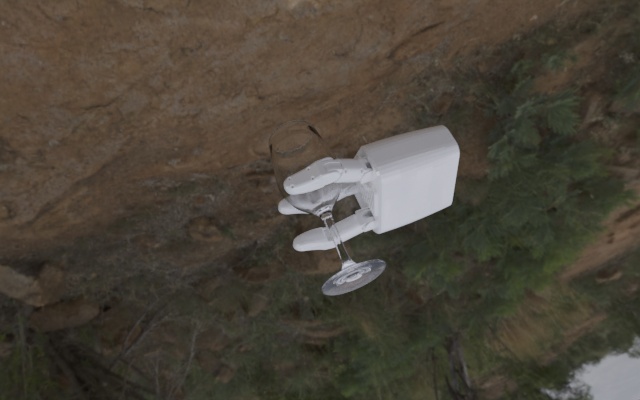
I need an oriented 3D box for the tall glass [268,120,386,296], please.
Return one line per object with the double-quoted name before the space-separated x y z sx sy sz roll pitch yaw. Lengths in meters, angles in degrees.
"tall glass" 0.000 0.002 0.549 0.079 0.201 0.079 -19 -27 -10
